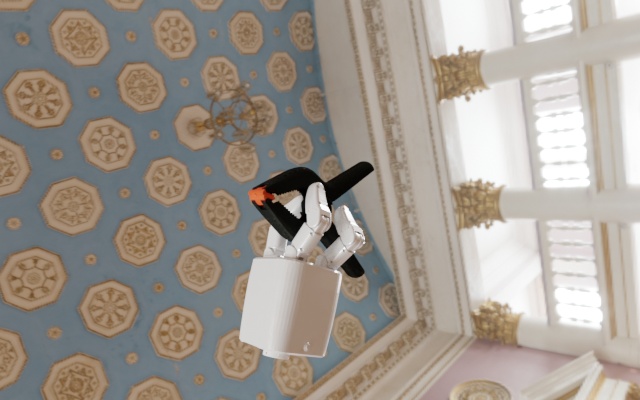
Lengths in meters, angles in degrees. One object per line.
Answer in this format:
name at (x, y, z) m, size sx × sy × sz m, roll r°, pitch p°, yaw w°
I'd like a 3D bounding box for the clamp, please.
clamp at (-0.001, 0.002, 0.615) m, size 0.036 × 0.164 × 0.210 m, roll -3°, pitch -19°, yaw 43°
